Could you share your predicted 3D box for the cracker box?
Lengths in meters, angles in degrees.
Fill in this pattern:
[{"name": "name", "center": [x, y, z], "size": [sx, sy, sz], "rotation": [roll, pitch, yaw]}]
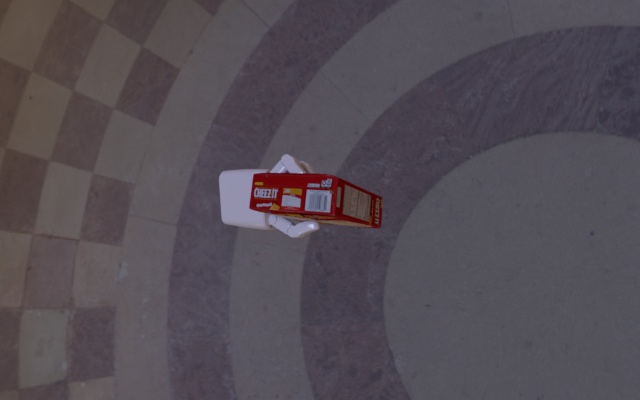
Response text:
[{"name": "cracker box", "center": [0.000, 0.003, 0.865], "size": [0.164, 0.072, 0.214], "rotation": [3, -7, 28]}]
